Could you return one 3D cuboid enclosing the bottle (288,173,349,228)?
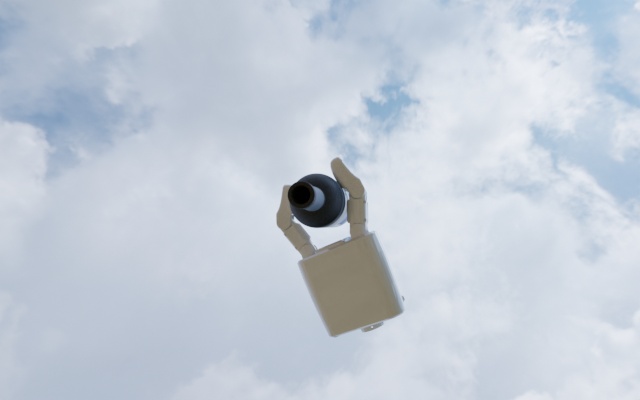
[{"bbox_3d":[0.000,0.002,0.613,0.069,0.069,0.296,0,-3,7],"label":"bottle"}]
